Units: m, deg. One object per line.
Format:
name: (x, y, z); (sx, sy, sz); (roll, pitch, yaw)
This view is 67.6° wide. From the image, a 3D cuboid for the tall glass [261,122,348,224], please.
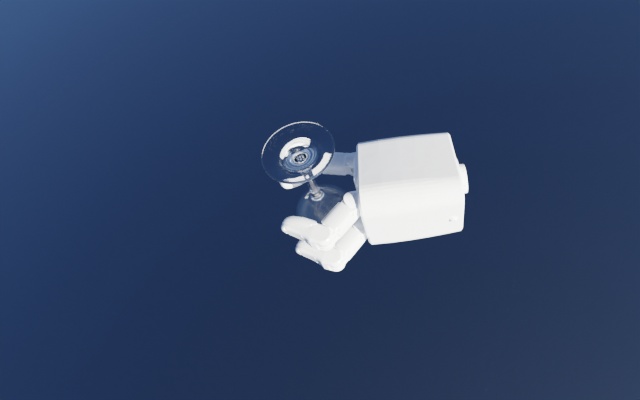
tall glass: (0.000, 0.001, 0.548); (0.079, 0.079, 0.201); (0, -30, 15)
